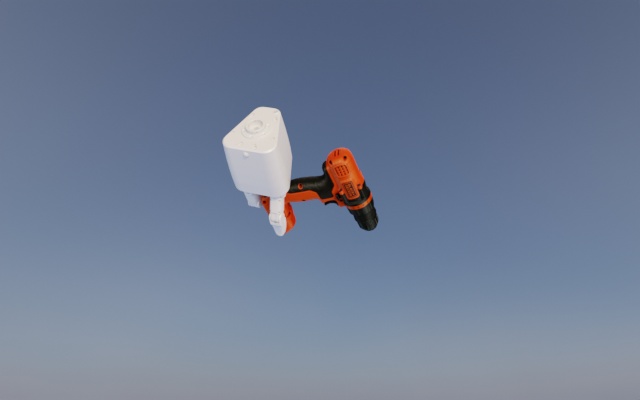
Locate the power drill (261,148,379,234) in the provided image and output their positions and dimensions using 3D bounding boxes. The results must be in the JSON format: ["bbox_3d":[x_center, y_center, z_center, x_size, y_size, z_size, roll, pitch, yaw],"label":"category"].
[{"bbox_3d":[0.000,0.003,0.877,0.187,0.184,0.057,-17,35,14],"label":"power drill"}]
